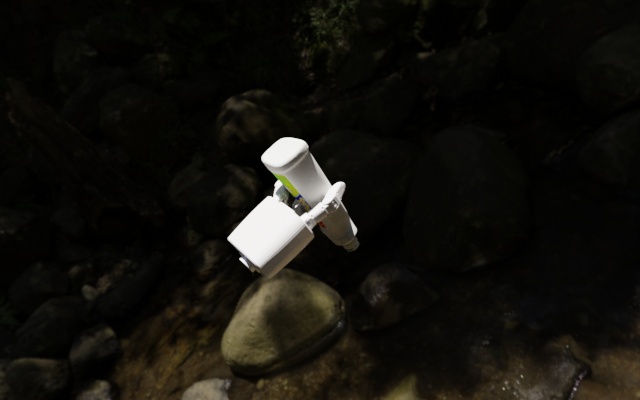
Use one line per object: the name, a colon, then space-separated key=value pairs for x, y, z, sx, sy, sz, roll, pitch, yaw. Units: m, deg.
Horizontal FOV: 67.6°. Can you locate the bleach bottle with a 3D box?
bleach bottle: x=0.000 y=0.003 z=0.860 sx=0.068 sy=0.251 sz=0.102 roll=-44 pitch=29 yaw=-13
